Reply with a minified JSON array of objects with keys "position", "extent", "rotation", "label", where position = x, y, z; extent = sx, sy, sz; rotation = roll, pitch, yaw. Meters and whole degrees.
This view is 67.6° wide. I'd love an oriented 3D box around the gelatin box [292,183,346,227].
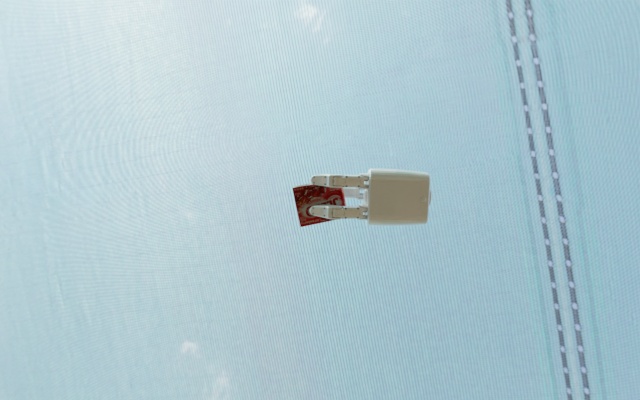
[{"position":[0.000,0.003,0.862],"extent":[0.089,0.073,0.030],"rotation":[-11,7,6],"label":"gelatin box"}]
